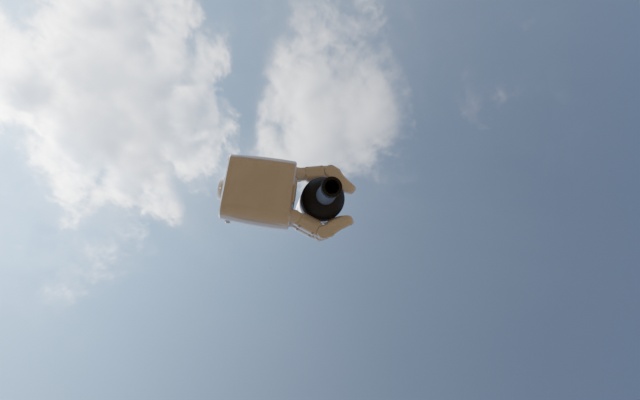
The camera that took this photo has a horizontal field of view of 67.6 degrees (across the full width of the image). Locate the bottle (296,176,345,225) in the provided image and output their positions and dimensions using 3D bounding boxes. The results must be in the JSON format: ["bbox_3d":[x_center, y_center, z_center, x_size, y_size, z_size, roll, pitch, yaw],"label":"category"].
[{"bbox_3d":[0.000,0.003,0.761,0.069,0.069,0.296,0,-8,-6],"label":"bottle"}]
